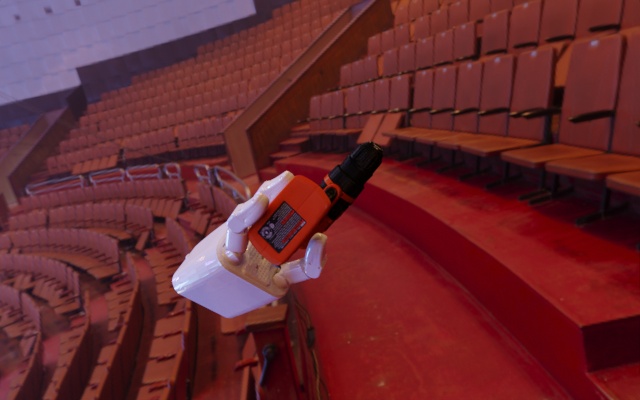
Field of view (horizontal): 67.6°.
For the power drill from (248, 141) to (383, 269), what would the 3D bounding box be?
[{"bbox_3d":[0.000,0.002,0.594,0.057,0.184,0.187,42,16,10],"label":"power drill"}]
